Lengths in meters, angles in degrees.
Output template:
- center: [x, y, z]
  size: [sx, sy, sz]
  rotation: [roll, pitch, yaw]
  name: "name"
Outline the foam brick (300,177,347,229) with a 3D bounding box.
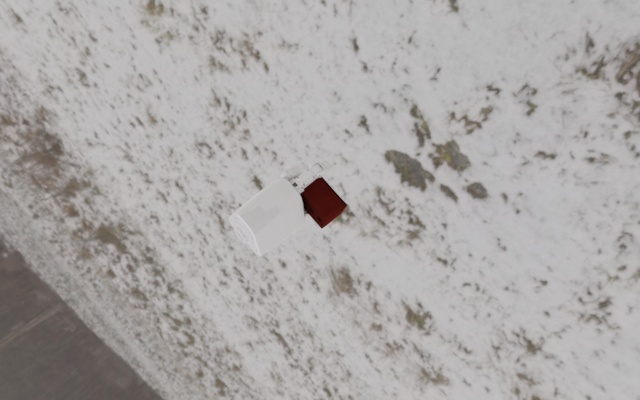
- center: [0.000, 0.003, 0.866]
  size: [0.051, 0.078, 0.053]
  rotation: [-38, -10, -21]
  name: "foam brick"
